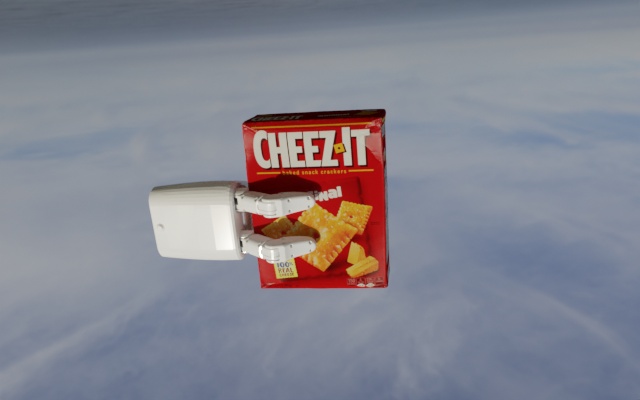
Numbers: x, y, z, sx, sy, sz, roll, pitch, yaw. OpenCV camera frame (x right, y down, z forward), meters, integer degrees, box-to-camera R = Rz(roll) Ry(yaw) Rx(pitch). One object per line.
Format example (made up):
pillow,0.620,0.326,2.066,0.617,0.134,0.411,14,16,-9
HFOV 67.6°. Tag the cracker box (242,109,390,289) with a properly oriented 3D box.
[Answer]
cracker box,0.000,0.002,0.587,0.164,0.214,0.072,-1,18,10
